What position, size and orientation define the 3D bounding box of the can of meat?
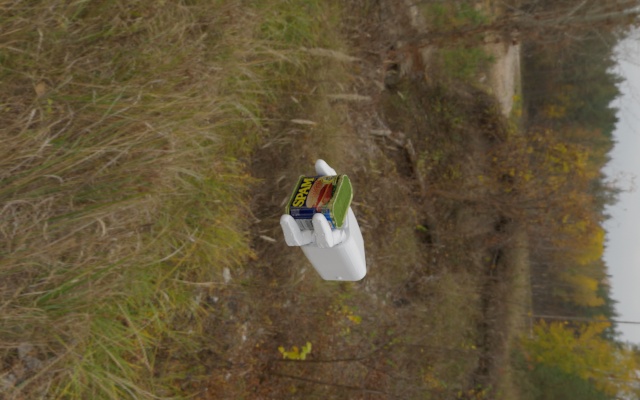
[{"bbox_3d":[0.000,0.002,0.794,0.084,0.057,0.102,-2,43,25],"label":"can of meat"}]
